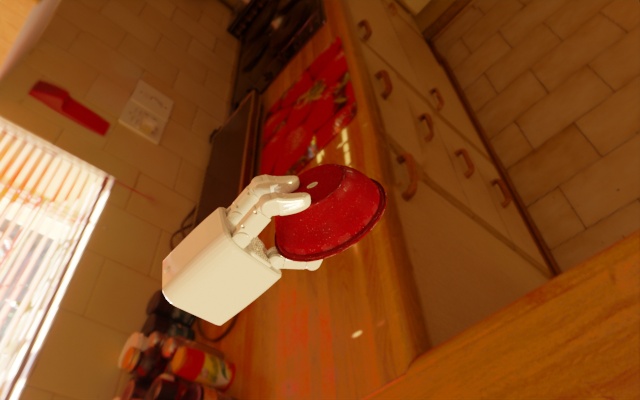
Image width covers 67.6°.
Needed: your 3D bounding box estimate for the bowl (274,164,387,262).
[{"bbox_3d":[0.001,0.001,0.611,0.162,0.055,0.162,-21,31,14],"label":"bowl"}]
